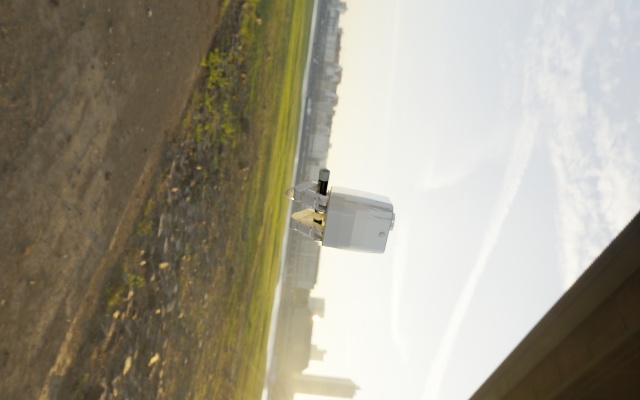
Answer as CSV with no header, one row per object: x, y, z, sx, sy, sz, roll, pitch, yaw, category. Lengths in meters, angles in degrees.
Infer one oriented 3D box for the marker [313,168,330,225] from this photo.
0.000,0.003,0.827,0.020,0.121,0.020,6,28,-3,marker
